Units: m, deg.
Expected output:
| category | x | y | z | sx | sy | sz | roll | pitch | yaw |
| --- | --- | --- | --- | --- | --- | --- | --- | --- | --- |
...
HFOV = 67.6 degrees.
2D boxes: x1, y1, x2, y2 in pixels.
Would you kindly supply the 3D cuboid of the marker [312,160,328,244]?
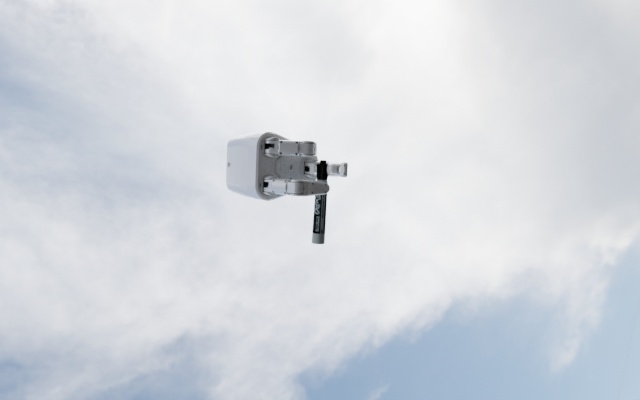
| category | x | y | z | sx | sy | sz | roll | pitch | yaw |
| --- | --- | --- | --- | --- | --- | --- | --- | --- | --- |
| marker | 0.000 | 0.002 | 0.690 | 0.020 | 0.121 | 0.020 | 3 | 4 | 0 |
